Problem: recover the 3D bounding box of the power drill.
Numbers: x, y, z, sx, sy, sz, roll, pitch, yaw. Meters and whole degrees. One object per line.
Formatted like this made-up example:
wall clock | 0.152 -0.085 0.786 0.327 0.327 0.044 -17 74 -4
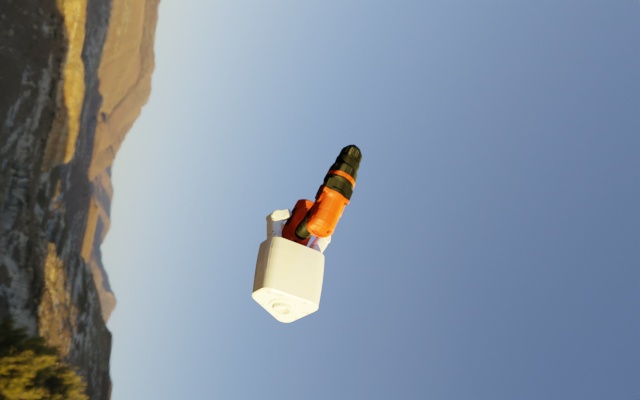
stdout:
power drill | 0.000 0.003 0.856 0.057 0.184 0.188 31 -30 -8
